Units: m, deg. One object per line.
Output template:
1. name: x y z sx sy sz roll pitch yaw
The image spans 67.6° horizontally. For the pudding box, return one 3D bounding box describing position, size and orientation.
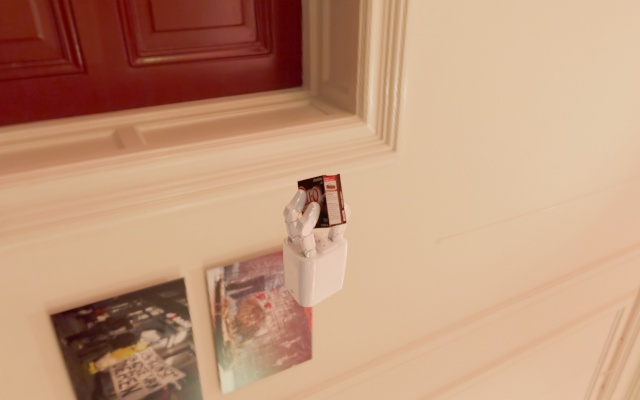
1. pudding box: 0.000 0.003 0.840 0.039 0.090 0.113 -9 0 -28
